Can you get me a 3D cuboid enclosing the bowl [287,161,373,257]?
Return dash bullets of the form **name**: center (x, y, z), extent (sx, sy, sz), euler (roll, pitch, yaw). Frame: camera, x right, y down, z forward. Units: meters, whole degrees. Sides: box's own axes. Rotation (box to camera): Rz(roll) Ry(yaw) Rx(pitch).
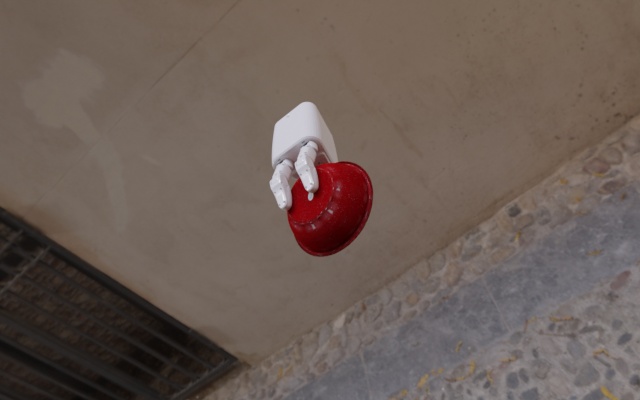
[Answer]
- **bowl**: center (0.000, 0.003, 0.737), extent (0.162, 0.162, 0.055), euler (0, -21, 43)
